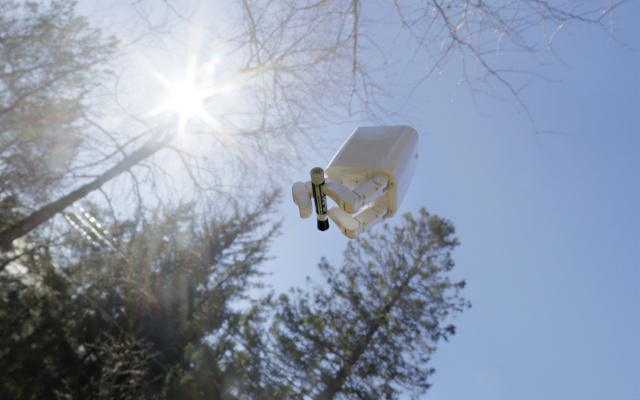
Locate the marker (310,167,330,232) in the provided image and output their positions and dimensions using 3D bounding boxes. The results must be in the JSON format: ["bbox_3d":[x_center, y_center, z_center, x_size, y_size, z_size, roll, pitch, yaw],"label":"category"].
[{"bbox_3d":[0.000,0.002,0.672,0.020,0.020,0.121,0,-42,6],"label":"marker"}]
